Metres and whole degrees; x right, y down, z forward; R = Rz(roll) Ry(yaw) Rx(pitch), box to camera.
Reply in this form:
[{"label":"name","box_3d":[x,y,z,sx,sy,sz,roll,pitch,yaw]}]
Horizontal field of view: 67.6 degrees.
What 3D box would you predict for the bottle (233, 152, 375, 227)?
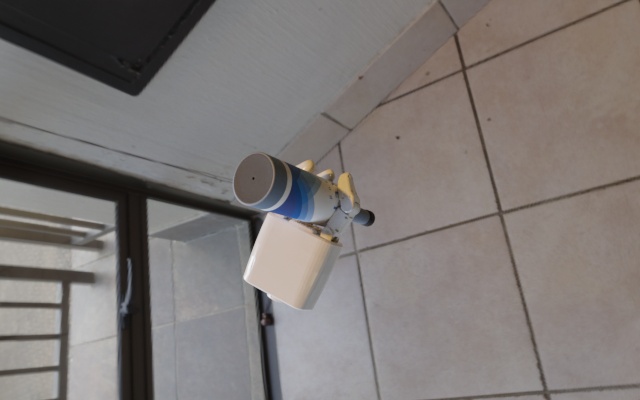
[{"label":"bottle","box_3d":[0.000,0.002,0.687,0.069,0.069,0.296,0,-11,34]}]
